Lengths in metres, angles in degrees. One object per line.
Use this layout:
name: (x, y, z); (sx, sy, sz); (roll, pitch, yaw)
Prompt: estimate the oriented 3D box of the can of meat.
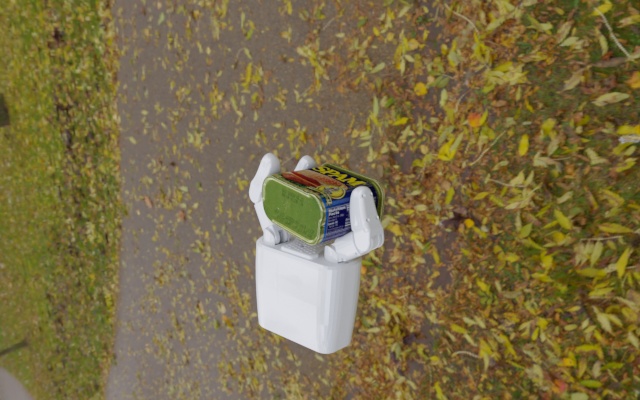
can of meat: (0.000, 0.002, 0.494); (0.084, 0.057, 0.102); (-13, 27, -39)
